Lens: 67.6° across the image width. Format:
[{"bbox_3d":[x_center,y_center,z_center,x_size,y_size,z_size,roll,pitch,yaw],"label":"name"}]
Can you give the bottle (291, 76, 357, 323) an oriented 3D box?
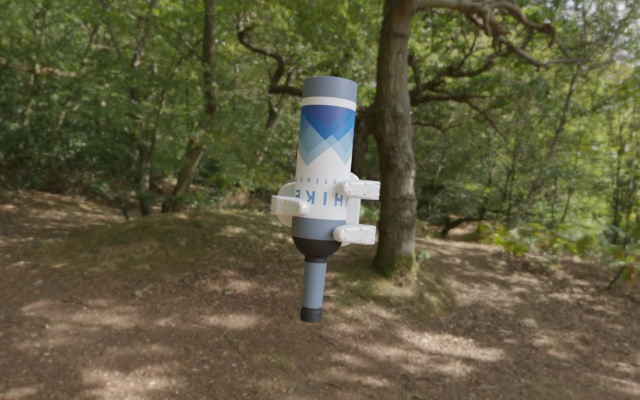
[{"bbox_3d":[0.000,0.002,0.590,0.069,0.296,0.069,5,2,0],"label":"bottle"}]
